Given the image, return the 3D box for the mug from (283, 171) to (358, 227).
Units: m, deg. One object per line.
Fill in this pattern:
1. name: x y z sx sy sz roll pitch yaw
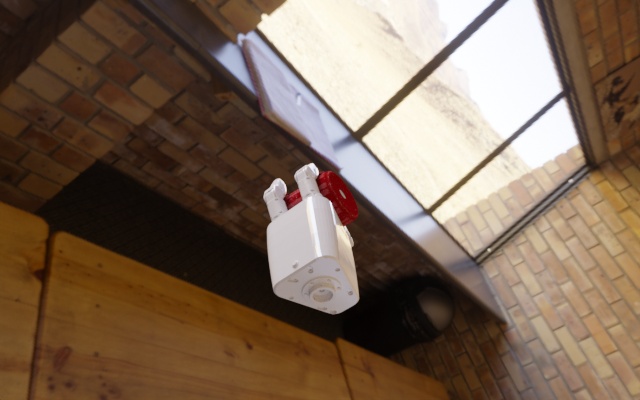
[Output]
1. mug: 0.000 0.001 0.710 0.081 0.117 0.093 -32 -51 19
